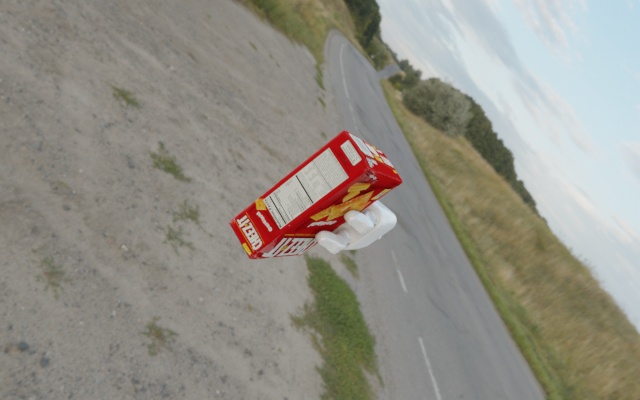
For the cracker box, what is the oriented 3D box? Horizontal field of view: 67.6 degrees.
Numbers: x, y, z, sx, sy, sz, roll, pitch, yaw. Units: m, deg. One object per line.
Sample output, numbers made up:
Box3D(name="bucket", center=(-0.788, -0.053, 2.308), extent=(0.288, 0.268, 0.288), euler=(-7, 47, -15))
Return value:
Box3D(name="cracker box", center=(0.000, 0.002, 0.701), extent=(0.214, 0.072, 0.164), euler=(-38, -18, 17))
